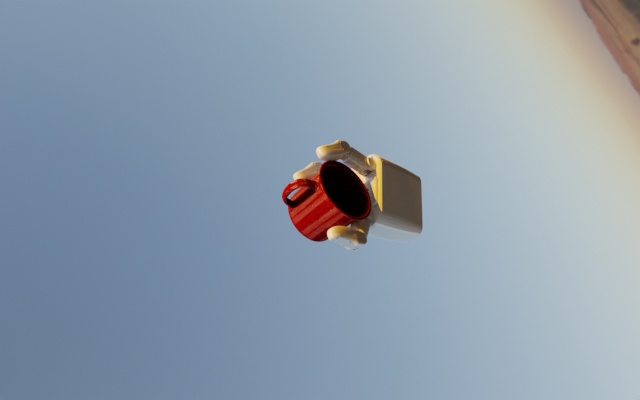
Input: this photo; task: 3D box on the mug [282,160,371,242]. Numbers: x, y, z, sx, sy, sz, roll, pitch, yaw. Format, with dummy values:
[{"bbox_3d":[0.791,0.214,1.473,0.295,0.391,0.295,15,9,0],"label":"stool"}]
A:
[{"bbox_3d":[-0.001,0.002,0.651,0.117,0.093,0.081,18,-42,-38],"label":"mug"}]
